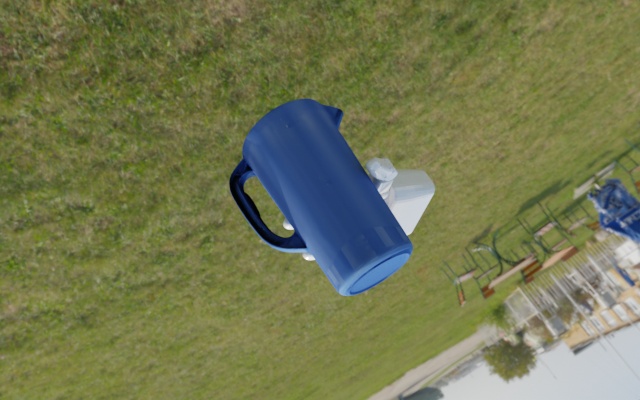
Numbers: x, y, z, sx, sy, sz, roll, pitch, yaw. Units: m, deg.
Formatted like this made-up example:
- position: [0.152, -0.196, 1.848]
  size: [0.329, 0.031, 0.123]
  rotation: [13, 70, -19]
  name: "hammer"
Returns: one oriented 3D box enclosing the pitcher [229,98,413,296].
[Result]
- position: [0.000, 0.002, 0.619]
  size: [0.145, 0.242, 0.149]
  rotation: [-9, -33, -44]
  name: "pitcher"
